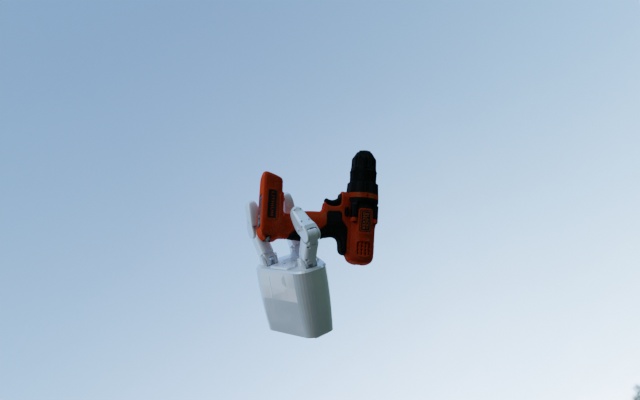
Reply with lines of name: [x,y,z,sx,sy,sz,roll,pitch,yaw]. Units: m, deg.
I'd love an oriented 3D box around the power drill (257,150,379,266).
power drill: [0.000,0.003,0.738,0.187,0.184,0.057,6,-13,-12]
